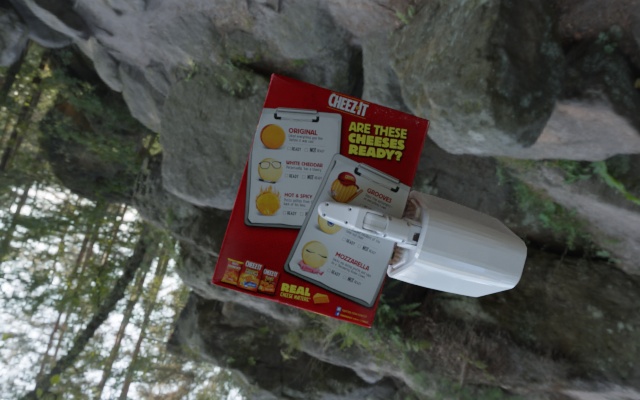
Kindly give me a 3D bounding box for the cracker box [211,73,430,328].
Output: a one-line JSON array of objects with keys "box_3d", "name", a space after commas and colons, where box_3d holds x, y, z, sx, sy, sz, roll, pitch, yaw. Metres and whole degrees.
[{"box_3d": [0.000, 0.002, 0.492, 0.164, 0.213, 0.072, 16, -2, -4], "name": "cracker box"}]
